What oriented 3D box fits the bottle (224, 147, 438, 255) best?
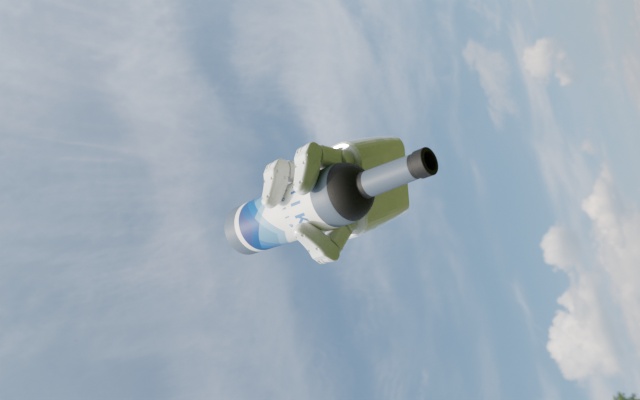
[{"bbox_3d":[0.000,0.002,0.537,0.069,0.069,0.296,0,-15,-45],"label":"bottle"}]
